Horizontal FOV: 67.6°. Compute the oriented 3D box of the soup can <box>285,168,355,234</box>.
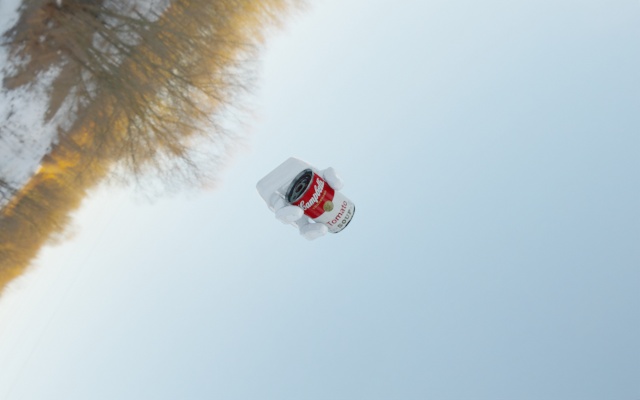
[{"bbox_3d":[0.001,0.003,0.801,0.102,0.068,0.068,37,-19,-26],"label":"soup can"}]
